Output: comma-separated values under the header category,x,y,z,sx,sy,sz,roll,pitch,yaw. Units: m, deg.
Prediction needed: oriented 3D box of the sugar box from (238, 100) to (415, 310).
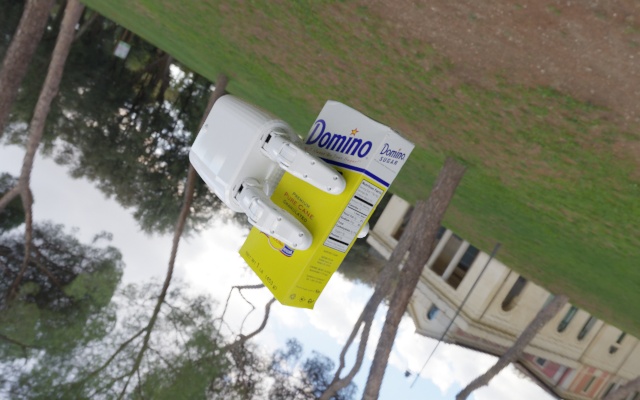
category,x,y,z,sx,sy,sz,roll,pitch,yaw
sugar box,0.000,0.001,0.437,0.048,0.176,0.093,21,11,-43
